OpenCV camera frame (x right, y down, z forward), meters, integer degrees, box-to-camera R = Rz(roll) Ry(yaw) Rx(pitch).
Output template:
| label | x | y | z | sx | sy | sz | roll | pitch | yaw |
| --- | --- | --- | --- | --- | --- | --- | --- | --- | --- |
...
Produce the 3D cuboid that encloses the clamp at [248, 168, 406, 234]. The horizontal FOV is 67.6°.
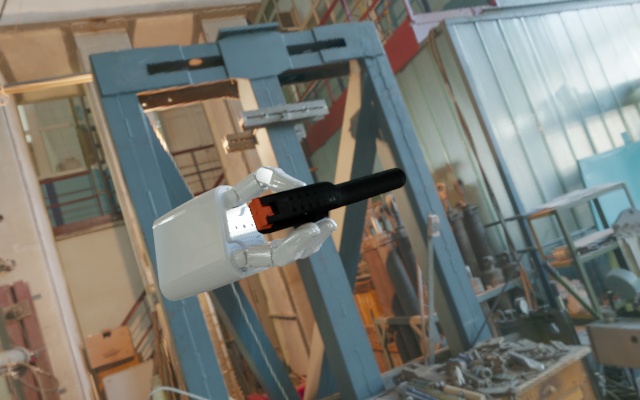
| label | x | y | z | sx | sy | sz | roll | pitch | yaw |
| --- | --- | --- | --- | --- | --- | --- | --- | --- | --- |
| clamp | -0.001 | 0.001 | 0.517 | 0.164 | 0.036 | 0.210 | -25 | -8 | 20 |
